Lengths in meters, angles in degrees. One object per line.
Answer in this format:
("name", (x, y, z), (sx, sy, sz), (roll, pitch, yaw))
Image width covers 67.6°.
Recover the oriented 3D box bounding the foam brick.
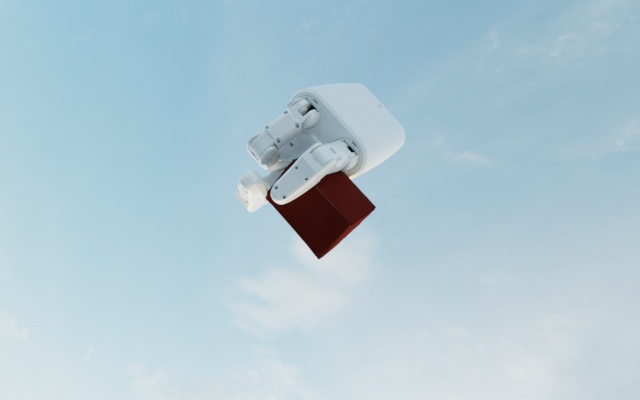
("foam brick", (0.000, 0.002, 0.431), (0.053, 0.078, 0.051), (-47, -11, 34))
